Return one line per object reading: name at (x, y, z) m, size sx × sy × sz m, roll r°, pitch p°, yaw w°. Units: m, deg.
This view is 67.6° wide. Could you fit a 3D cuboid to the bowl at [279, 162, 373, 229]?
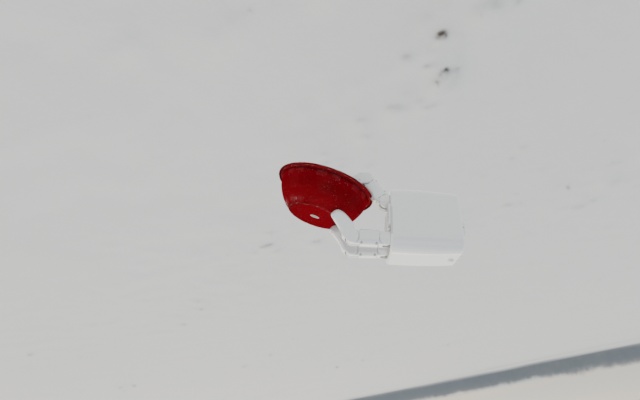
bowl at (-0.001, 0.003, 0.775) m, size 0.162 × 0.055 × 0.162 m, roll 17°, pitch -22°, yaw 7°
